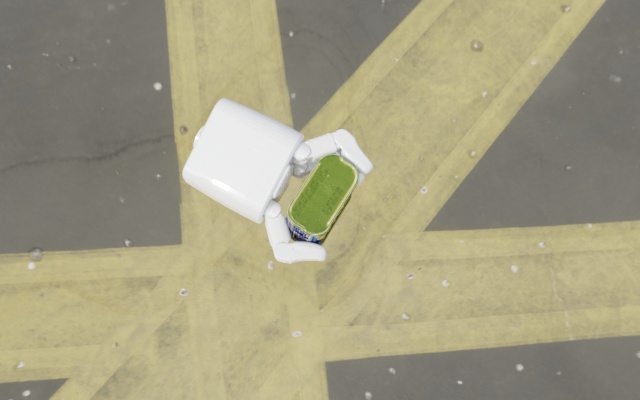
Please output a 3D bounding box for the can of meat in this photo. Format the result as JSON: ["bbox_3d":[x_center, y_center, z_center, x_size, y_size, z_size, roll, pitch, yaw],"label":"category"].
[{"bbox_3d":[0.000,0.002,0.566,0.057,0.102,0.084,32,-15,3],"label":"can of meat"}]
